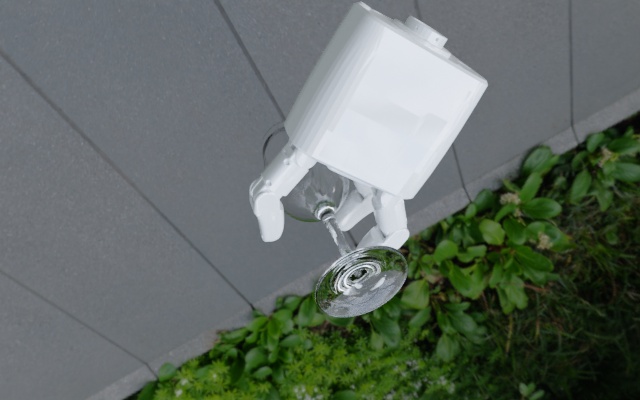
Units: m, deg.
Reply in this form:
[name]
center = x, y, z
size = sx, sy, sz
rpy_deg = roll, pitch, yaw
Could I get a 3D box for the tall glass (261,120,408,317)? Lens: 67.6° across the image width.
[tall glass]
center = 0.000, 0.002, 0.425
size = 0.079, 0.079, 0.201
rpy_deg = 0, 37, -24
